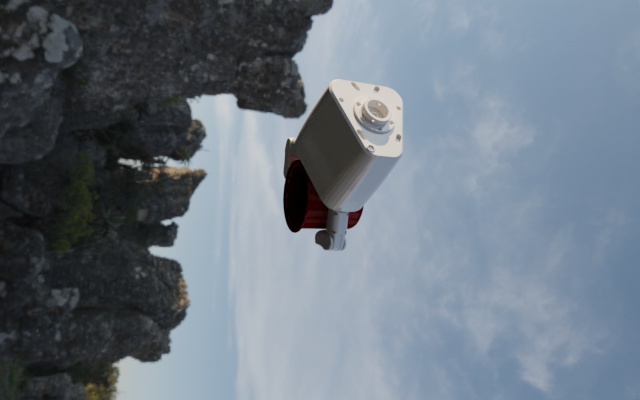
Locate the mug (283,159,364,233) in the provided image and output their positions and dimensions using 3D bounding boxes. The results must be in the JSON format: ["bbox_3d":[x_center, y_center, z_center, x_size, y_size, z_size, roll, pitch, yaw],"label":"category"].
[{"bbox_3d":[0.000,0.003,0.629,0.081,0.093,0.117,2,-30,-23],"label":"mug"}]
